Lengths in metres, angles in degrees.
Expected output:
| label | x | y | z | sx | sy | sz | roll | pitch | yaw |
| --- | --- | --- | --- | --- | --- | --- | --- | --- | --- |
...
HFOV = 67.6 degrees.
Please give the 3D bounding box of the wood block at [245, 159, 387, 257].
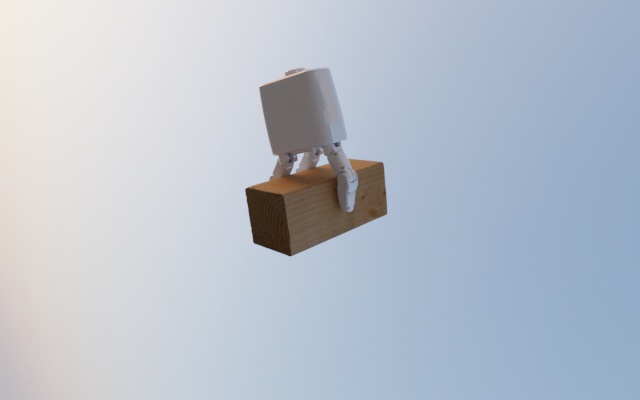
| label | x | y | z | sx | sy | sz | roll | pitch | yaw |
| --- | --- | --- | --- | --- | --- | --- | --- | --- | --- |
| wood block | 0.000 | 0.002 | 0.727 | 0.206 | 0.090 | 0.091 | -20 | 21 | -39 |
